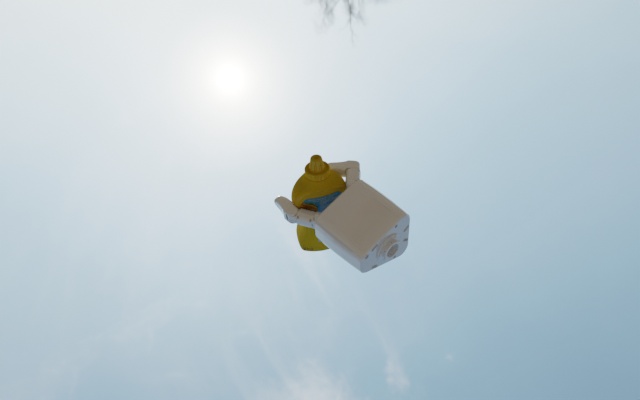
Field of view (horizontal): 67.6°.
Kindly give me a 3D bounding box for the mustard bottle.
[{"bbox_3d":[0.000,0.003,0.811,0.096,0.192,0.058,-13,44,-8],"label":"mustard bottle"}]
